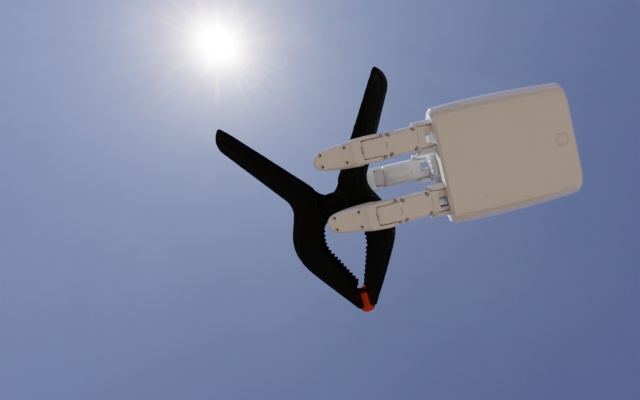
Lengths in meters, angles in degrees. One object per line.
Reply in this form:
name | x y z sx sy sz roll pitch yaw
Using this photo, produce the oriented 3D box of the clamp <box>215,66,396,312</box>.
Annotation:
clamp | 0.001 0.002 0.437 0.164 0.210 0.036 -13 4 11
